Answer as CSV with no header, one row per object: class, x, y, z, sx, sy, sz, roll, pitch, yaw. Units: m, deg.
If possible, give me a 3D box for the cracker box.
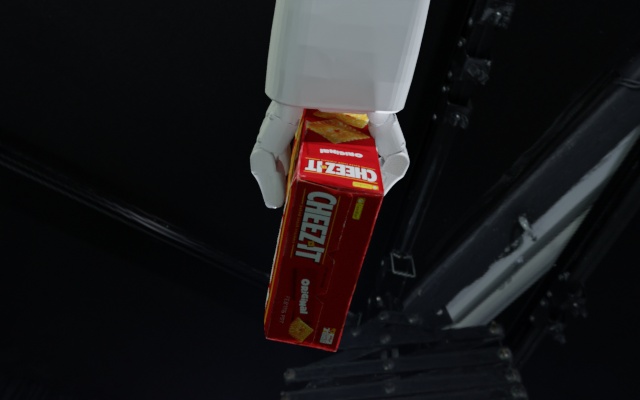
cracker box,0.000,0.001,0.452,0.072,0.164,0.213,10,31,-4
